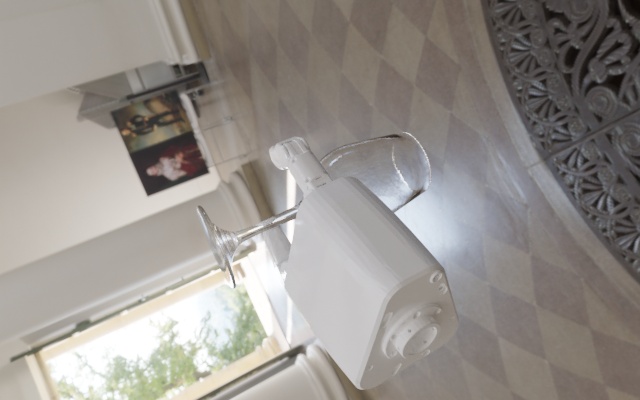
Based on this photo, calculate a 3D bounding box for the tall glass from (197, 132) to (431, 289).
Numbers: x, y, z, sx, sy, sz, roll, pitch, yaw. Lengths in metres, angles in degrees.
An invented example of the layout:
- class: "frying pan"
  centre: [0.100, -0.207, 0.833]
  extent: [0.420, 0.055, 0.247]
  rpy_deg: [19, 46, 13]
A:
- class: "tall glass"
  centre: [-0.001, 0.002, 0.423]
  extent: [0.201, 0.079, 0.079]
  rpy_deg: [-24, 8, -19]
